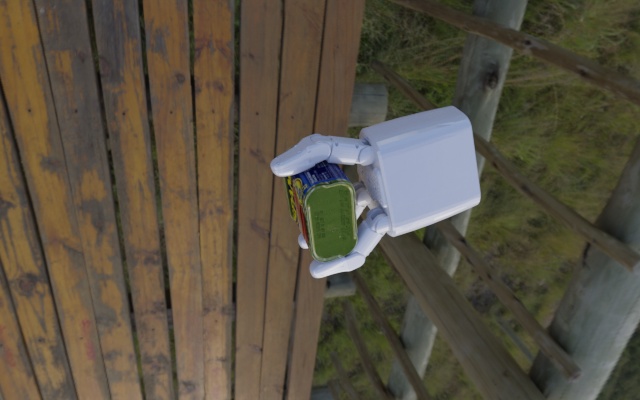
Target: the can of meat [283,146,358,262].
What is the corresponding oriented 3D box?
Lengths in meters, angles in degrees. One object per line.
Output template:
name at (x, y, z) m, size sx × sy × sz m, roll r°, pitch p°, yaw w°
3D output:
can of meat at (0.000, 0.002, 0.505) m, size 0.057 × 0.102 × 0.084 m, roll -15°, pitch 36°, yaw -11°
